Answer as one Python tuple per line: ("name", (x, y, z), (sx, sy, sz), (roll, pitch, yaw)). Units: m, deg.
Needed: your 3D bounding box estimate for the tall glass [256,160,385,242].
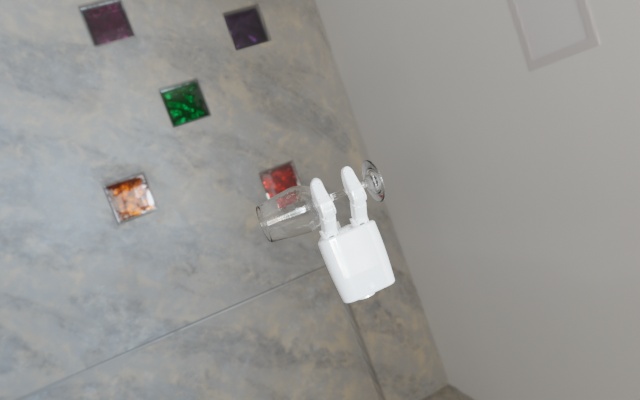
("tall glass", (0.001, 0.002, 0.772), (0.201, 0.079, 0.079), (-21, 6, -16))
